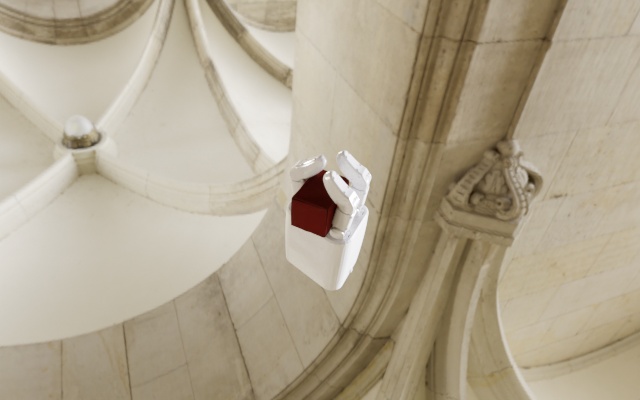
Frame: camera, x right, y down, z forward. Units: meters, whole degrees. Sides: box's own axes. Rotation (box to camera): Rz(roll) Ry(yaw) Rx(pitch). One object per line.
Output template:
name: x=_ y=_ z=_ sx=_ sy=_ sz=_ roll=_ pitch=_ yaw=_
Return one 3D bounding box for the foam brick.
foam brick: x=0.000 y=0.002 z=0.645 sx=0.053 sy=0.051 sz=0.078 roll=21 pitch=42 yaw=16
